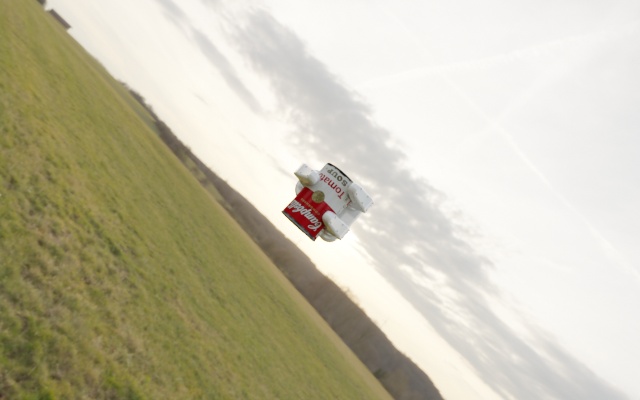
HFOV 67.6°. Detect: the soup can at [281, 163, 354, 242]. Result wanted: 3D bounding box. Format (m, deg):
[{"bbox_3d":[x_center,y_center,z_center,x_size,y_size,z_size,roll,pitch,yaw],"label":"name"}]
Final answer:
[{"bbox_3d":[0.000,0.002,0.710,0.068,0.102,0.068,42,-6,6],"label":"soup can"}]
